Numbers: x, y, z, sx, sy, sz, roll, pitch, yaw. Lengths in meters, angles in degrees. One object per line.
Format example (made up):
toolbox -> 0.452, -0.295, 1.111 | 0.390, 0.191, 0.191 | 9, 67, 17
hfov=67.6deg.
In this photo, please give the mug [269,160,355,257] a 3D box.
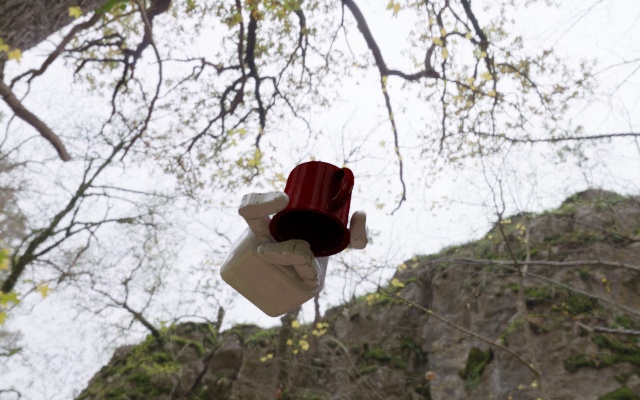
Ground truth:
mug -> 0.001, 0.001, 0.553 | 0.093, 0.081, 0.117 | 28, -42, -19
